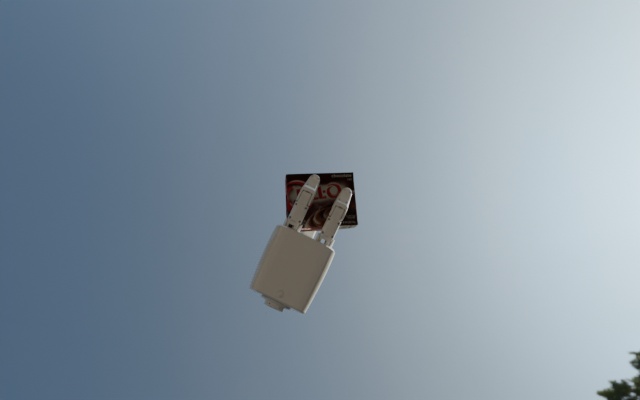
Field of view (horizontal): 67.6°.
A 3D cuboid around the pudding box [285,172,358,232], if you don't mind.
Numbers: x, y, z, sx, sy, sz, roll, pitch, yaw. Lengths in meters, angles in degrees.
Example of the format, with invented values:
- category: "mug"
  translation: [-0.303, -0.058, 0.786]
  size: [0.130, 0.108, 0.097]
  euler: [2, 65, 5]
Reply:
- category: "pudding box"
  translation: [0.000, 0.003, 0.773]
  size: [0.113, 0.090, 0.039]
  euler: [-2, -15, -8]
